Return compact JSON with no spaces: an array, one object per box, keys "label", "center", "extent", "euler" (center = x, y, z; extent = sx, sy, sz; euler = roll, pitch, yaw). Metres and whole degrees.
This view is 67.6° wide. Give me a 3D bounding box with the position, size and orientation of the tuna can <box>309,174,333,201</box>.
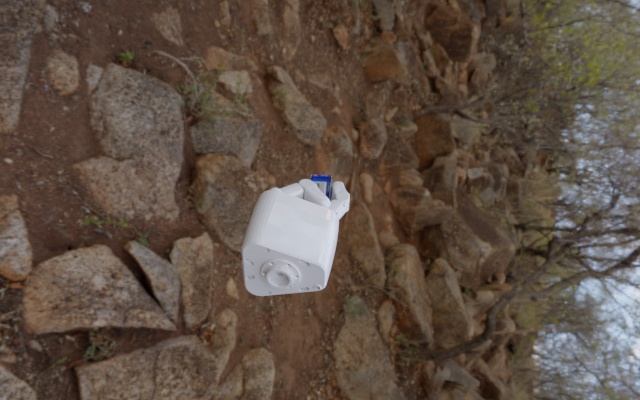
[{"label":"tuna can","center":[0.001,0.002,0.737],"extent":[0.034,0.086,0.086],"euler":[2,0,5]}]
